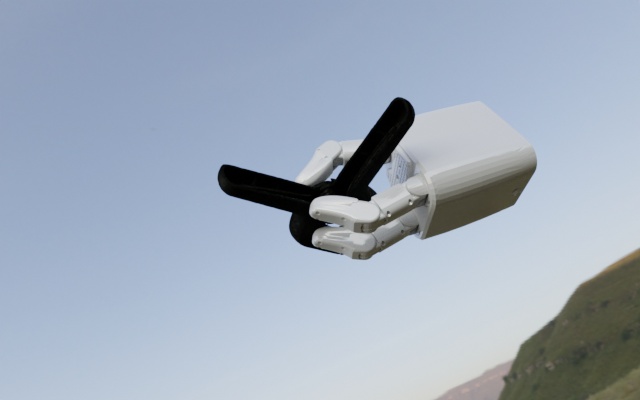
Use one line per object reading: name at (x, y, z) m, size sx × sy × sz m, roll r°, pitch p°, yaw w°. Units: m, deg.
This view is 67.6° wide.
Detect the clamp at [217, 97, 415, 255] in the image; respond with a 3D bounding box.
clamp at (0.000, 0.001, 0.449) m, size 0.164 × 0.036 × 0.210 m, roll -17°, pitch -31°, yaw -9°
